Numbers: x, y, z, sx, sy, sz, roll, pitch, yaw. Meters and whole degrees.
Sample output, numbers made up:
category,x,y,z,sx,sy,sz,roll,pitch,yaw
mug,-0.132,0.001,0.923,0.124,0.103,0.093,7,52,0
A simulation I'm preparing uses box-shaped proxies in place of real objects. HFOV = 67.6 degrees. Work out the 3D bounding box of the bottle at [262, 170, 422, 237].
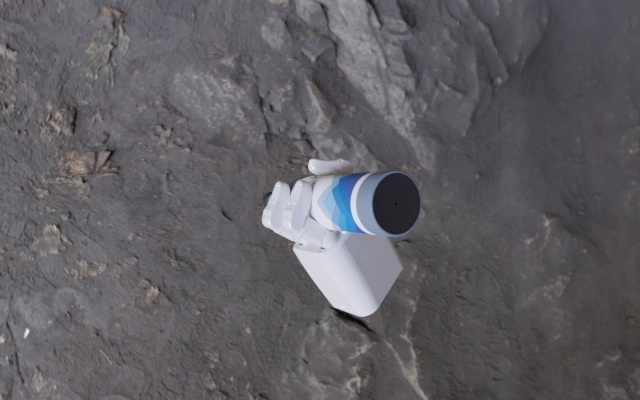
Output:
category,x,y,z,sx,sy,sz,roll,pitch,yaw
bottle,0.000,0.002,0.600,0.069,0.069,0.295,0,0,-31
